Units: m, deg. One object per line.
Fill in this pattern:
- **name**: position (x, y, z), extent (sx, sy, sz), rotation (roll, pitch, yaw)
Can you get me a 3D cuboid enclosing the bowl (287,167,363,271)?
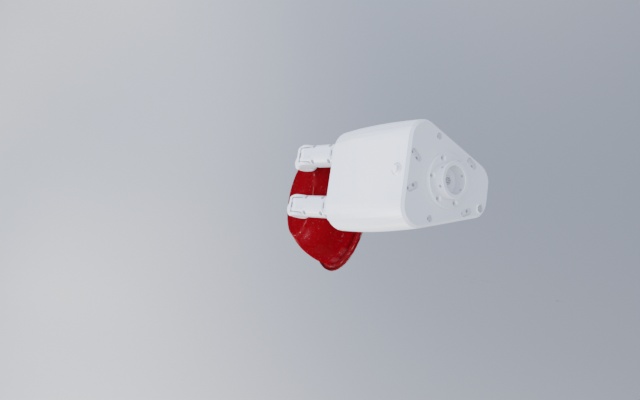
- **bowl**: position (-0.001, 0.002, 0.583), extent (0.055, 0.162, 0.162), rotation (11, -4, -20)
